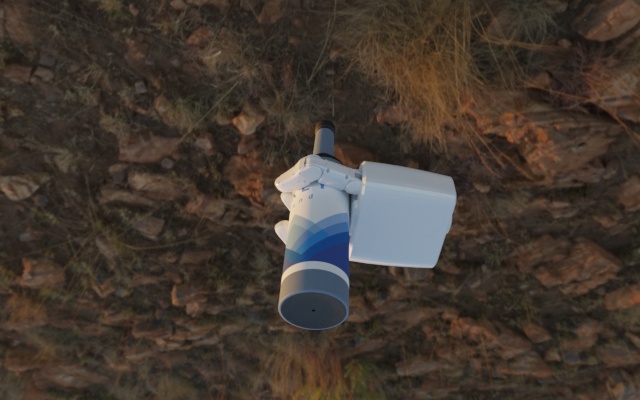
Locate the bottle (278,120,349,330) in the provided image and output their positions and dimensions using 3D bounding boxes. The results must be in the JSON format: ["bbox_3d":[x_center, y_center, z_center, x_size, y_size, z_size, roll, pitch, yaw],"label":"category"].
[{"bbox_3d":[0.000,0.002,0.552,0.069,0.069,0.295,0,44,4],"label":"bottle"}]
